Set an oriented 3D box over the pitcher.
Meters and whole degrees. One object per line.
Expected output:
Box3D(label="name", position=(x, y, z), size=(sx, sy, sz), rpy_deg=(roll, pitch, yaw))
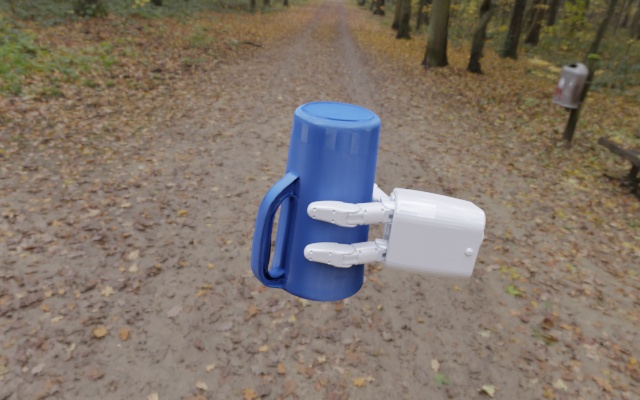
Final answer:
Box3D(label="pitcher", position=(0.000, 0.002, 0.624), size=(0.145, 0.243, 0.149), rpy_deg=(9, 24, 6))
